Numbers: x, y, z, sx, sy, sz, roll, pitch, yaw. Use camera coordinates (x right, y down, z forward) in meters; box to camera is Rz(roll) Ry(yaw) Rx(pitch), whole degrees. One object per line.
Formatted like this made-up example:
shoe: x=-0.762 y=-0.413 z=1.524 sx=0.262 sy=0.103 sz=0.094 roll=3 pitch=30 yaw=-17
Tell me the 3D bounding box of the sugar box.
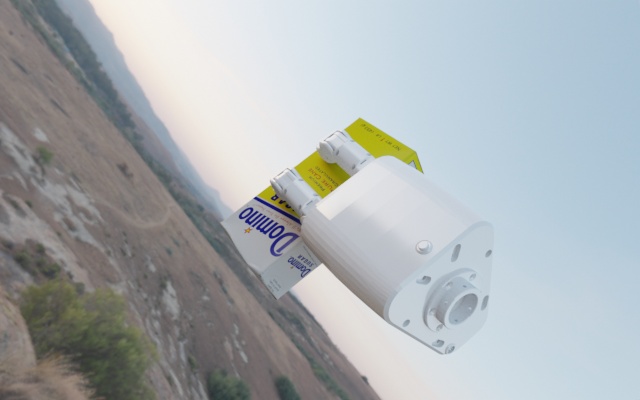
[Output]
sugar box: x=0.000 y=0.001 z=0.448 sx=0.176 sy=0.048 sz=0.093 roll=-37 pitch=42 yaw=-10
